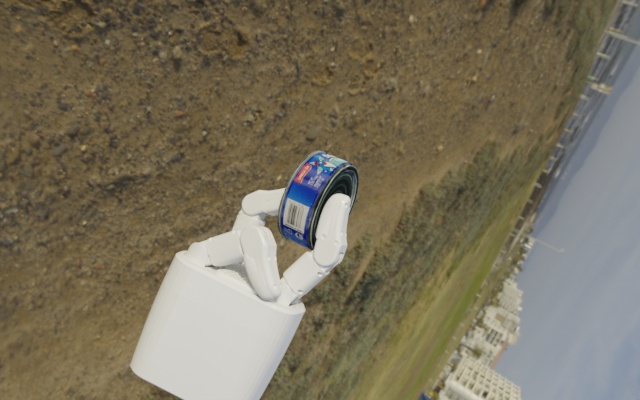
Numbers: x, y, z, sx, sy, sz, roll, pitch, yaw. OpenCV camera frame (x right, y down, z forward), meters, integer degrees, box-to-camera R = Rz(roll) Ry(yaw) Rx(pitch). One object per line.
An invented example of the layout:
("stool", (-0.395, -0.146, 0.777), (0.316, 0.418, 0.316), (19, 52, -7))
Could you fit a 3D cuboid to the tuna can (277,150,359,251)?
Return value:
("tuna can", (0.001, 0.002, 0.426), (0.033, 0.086, 0.086), (24, 10, 23))
